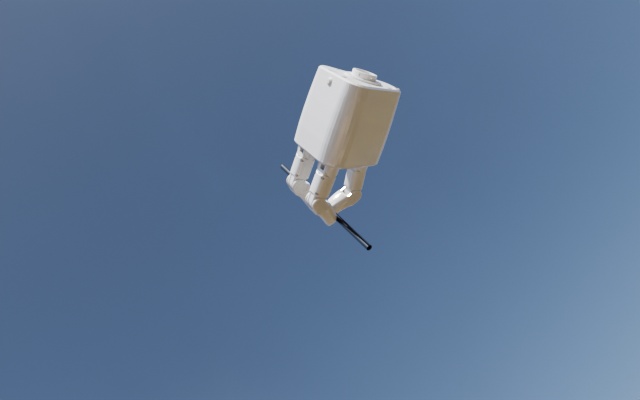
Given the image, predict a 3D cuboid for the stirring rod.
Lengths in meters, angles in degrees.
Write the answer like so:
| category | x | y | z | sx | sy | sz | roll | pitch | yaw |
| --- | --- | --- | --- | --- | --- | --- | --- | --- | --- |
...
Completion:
| category | x | y | z | sx | sy | sz | roll | pitch | yaw |
| --- | --- | --- | --- | --- | --- | --- | --- | --- | --- |
| stirring rod | 0.000 | 0.002 | 0.682 | 0.011 | 0.011 | 0.239 | 0 | 28 | -35 |
